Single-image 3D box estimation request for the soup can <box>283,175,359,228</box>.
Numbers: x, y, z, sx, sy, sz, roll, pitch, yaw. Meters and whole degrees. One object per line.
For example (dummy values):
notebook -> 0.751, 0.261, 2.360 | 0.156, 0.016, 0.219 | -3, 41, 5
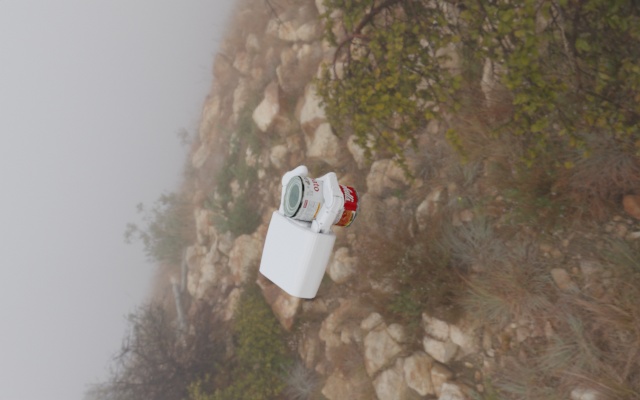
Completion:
soup can -> 0.000, 0.002, 0.751 | 0.102, 0.068, 0.068 | 11, -6, -28
